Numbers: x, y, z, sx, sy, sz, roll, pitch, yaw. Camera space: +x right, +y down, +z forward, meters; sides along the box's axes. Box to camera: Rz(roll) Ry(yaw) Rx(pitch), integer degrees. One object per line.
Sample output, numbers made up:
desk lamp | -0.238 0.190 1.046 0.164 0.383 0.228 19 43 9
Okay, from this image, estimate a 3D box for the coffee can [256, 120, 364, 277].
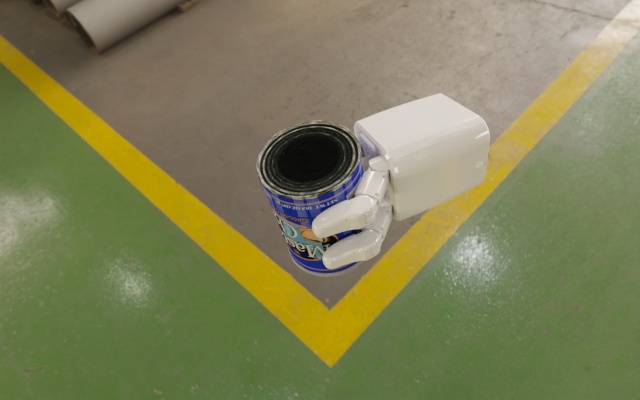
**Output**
coffee can | 0.000 0.002 0.509 0.103 0.102 0.140 0 -39 13
